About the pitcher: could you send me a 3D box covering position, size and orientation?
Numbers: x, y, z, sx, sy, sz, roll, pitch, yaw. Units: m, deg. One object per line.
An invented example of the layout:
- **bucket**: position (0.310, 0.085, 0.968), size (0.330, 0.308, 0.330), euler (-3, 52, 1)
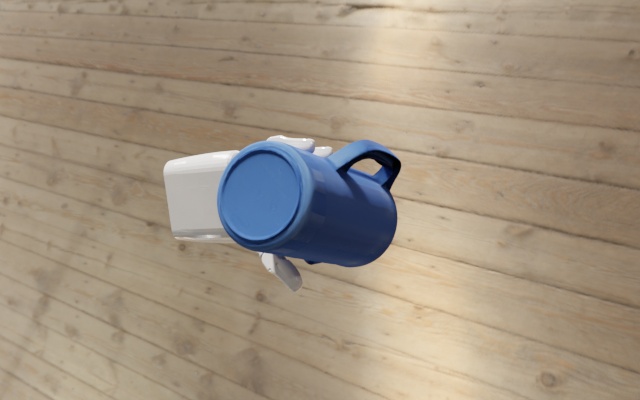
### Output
- **pitcher**: position (0.000, 0.002, 0.552), size (0.145, 0.149, 0.243), euler (-1, -8, 25)
